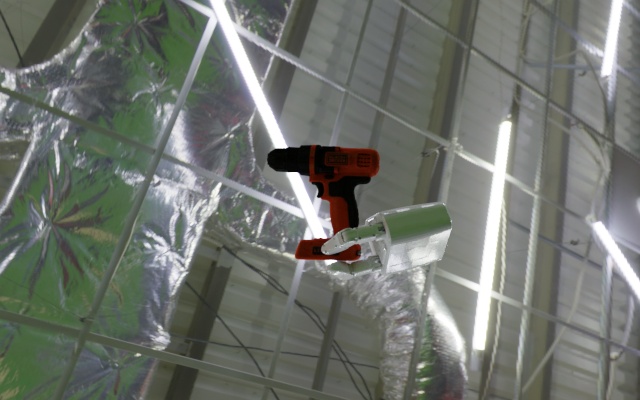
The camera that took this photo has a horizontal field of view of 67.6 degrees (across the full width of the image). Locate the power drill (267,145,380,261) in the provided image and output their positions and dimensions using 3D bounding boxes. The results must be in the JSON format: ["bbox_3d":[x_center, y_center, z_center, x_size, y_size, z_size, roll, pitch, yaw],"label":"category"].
[{"bbox_3d":[0.000,0.003,0.770,0.184,0.187,0.057,2,-4,9],"label":"power drill"}]
